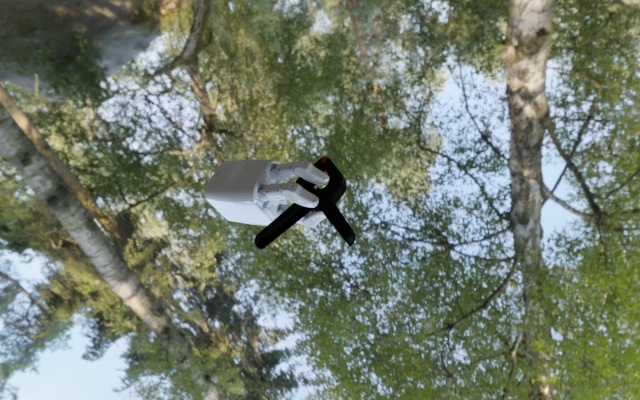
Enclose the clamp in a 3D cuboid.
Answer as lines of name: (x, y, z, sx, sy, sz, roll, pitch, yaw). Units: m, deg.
clamp: (0.000, 0.003, 0.791, 0.164, 0.036, 0.209, 2, 44, 24)
